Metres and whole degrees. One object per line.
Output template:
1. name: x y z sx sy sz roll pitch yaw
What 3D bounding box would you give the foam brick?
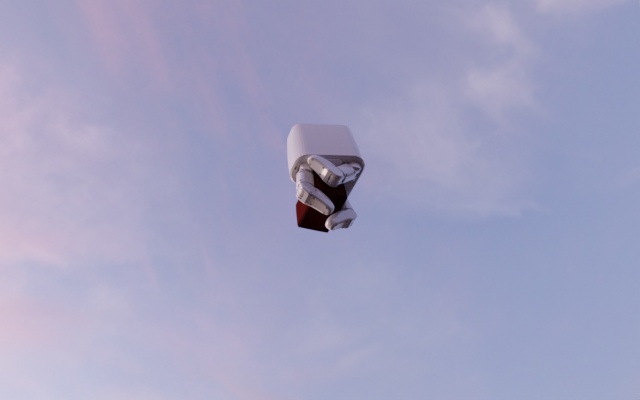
1. foam brick: 0.000 0.003 0.741 0.053 0.078 0.051 15 35 -20
